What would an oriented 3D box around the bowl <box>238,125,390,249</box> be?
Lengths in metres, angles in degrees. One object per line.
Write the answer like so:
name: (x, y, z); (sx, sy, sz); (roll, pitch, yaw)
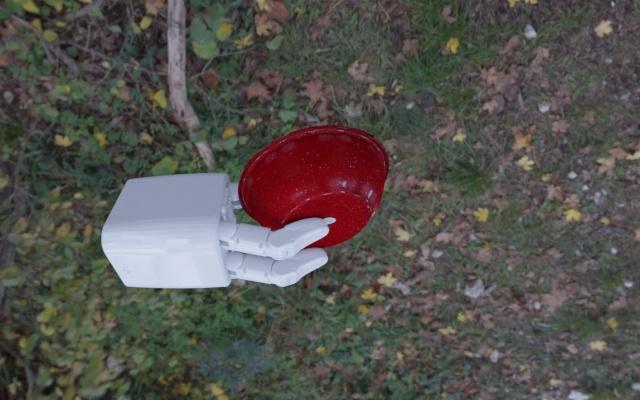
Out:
bowl: (0.001, 0.001, 0.484); (0.162, 0.055, 0.162); (-11, -38, -8)
